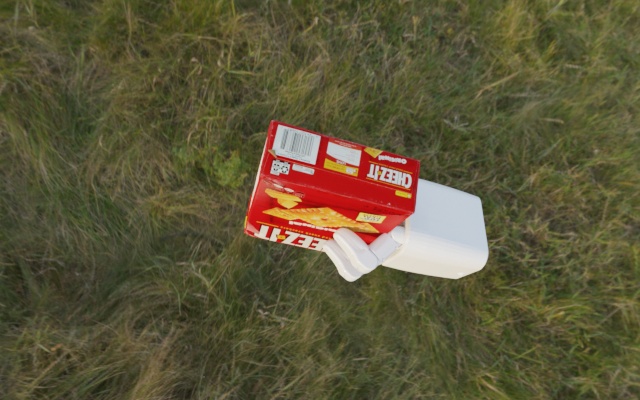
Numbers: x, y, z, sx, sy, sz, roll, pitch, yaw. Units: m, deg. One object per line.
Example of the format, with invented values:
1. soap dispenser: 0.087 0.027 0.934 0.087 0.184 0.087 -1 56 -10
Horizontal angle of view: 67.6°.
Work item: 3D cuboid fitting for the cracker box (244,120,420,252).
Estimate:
1. cracker box: 0.000 0.002 0.575 0.164 0.072 0.214 14 -22 -8
